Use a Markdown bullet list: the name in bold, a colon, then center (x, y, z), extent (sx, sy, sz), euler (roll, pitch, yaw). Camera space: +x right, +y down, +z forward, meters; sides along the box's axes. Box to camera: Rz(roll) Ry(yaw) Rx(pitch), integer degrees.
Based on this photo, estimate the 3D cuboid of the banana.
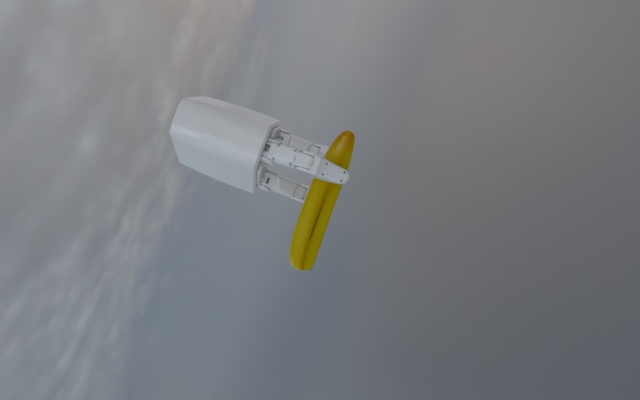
- **banana**: center (-0.003, 0.011, 0.578), extent (0.037, 0.198, 0.069), euler (20, 22, 1)
